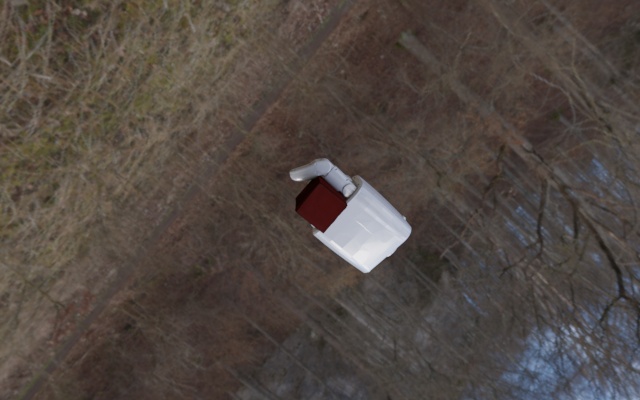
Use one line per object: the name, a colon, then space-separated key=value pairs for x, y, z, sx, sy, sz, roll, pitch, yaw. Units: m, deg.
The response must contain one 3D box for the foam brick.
foam brick: x=0.000 y=0.002 z=0.668 sx=0.051 sy=0.053 sz=0.078 roll=40 pitch=9 yaw=-10
